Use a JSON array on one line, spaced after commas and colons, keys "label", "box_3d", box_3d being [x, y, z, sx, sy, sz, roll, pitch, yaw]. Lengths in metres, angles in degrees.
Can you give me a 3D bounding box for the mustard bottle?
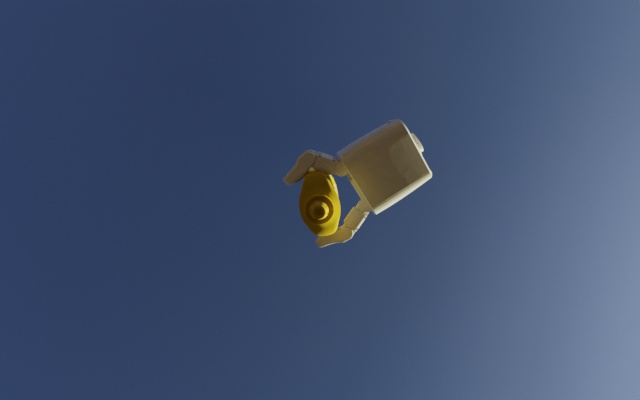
[{"label": "mustard bottle", "box_3d": [0.000, 0.002, 0.719, 0.058, 0.096, 0.191, -8, 8, 2]}]
